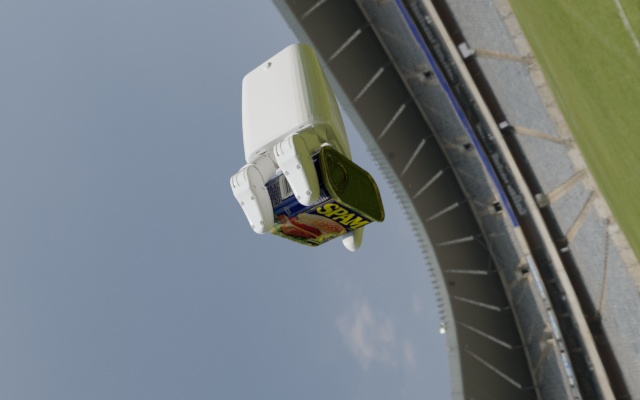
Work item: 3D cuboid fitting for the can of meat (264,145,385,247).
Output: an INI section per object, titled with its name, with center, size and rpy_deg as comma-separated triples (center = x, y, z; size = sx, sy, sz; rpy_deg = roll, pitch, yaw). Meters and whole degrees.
[can of meat]
center = 0.000, 0.002, 0.464
size = 0.084, 0.057, 0.102
rpy_deg = -26, -31, 27
